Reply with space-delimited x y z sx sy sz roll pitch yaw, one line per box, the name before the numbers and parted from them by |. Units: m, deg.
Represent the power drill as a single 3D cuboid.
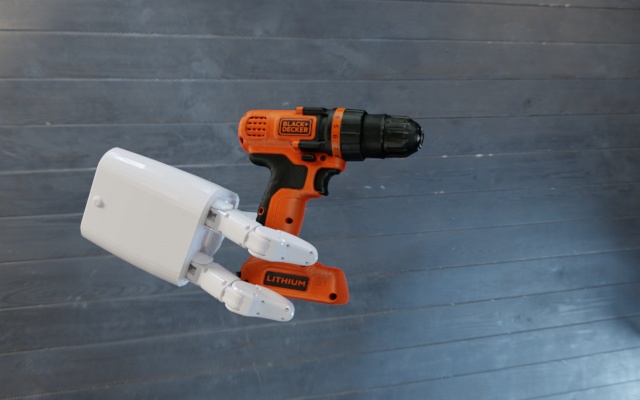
power drill | 0.000 0.002 0.462 0.184 0.187 0.057 4 -9 18
